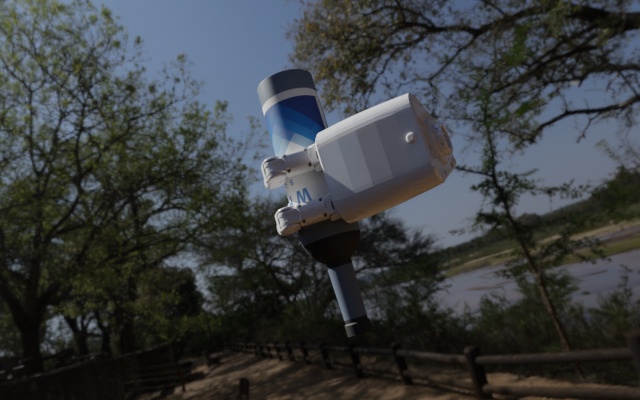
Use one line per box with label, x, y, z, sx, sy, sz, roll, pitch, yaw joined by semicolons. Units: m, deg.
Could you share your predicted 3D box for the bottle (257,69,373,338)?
bottle;0.000;0.002;0.528;0.069;0.295;0.069;-16;-12;-3
